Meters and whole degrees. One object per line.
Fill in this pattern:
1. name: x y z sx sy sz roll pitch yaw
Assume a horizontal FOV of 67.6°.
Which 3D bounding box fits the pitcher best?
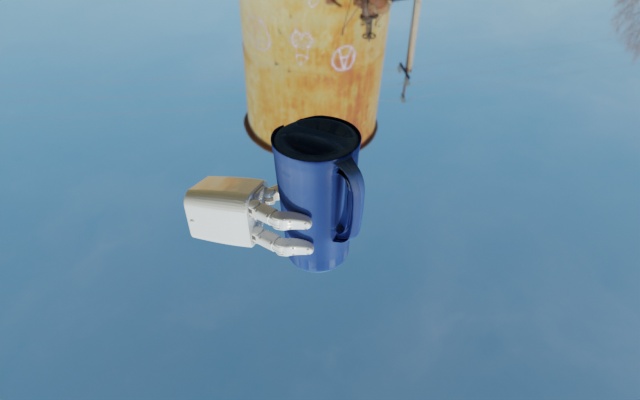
1. pitcher: 0.000 0.002 0.758 0.145 0.243 0.149 5 38 8
